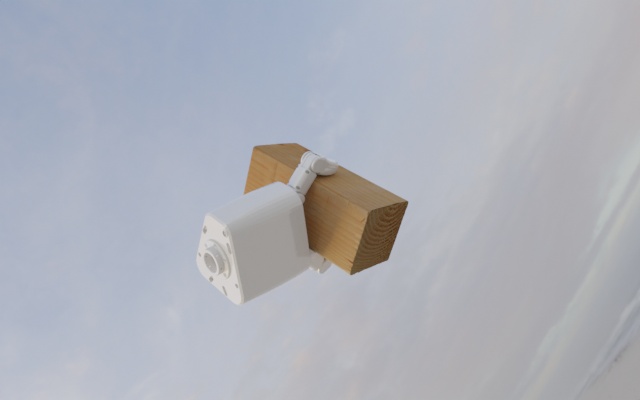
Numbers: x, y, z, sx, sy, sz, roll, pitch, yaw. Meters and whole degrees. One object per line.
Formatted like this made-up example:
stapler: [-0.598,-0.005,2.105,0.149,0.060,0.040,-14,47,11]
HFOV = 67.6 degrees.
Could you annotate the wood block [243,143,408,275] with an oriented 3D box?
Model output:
wood block: [0.000,0.002,0.642,0.206,0.091,0.090,31,27,33]
